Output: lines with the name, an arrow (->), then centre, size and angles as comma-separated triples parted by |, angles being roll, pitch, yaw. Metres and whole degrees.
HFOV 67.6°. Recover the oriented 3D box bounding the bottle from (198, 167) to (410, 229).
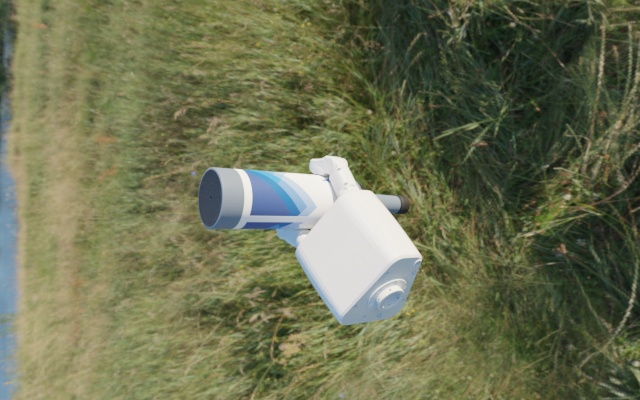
bottle -> 0.000, 0.002, 0.597 | 0.296, 0.069, 0.069 | 2, -1, -36
